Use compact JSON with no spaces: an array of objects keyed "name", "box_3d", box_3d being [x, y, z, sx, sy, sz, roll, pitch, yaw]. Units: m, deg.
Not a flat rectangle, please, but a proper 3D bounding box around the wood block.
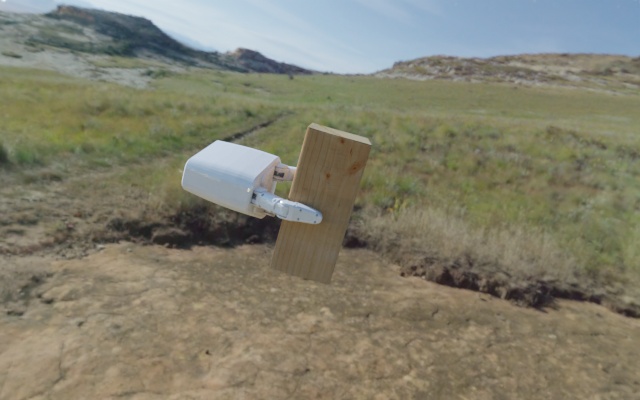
[{"name":"wood block","box_3d":[0.000,0.002,0.691,0.090,0.206,0.091,16,13,-1]}]
